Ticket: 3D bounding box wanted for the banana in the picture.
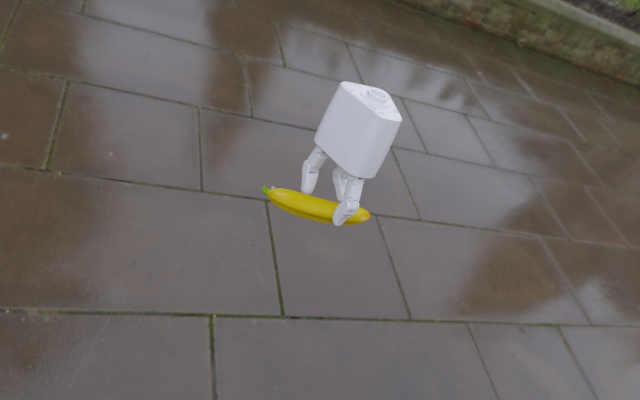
[{"bbox_3d":[-0.002,0.010,0.806,0.198,0.037,0.069,16,24,-11],"label":"banana"}]
